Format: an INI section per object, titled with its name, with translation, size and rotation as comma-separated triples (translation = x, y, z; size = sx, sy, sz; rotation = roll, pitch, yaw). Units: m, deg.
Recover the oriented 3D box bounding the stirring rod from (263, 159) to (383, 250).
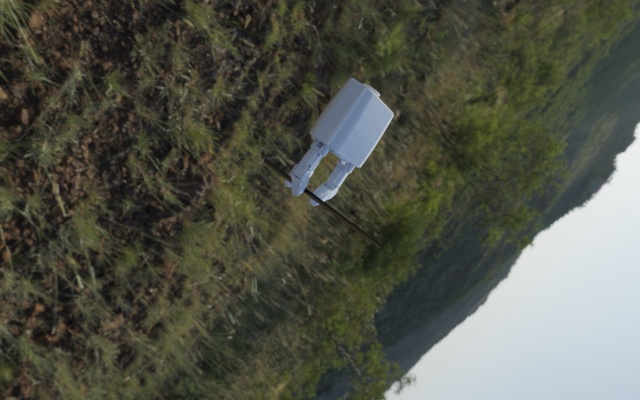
[stirring rod]
translation = 0.000, 0.002, 0.753
size = 0.239, 0.011, 0.011
rotation = 37, 13, 17
